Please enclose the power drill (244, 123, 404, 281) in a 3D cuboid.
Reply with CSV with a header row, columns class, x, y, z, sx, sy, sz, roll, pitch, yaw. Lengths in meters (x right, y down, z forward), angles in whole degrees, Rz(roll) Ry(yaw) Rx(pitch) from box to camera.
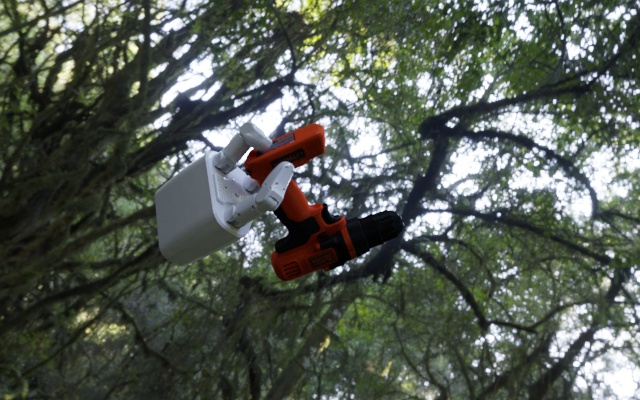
class,x,y,z,sx,sy,sz,roll,pitch,yaw
power drill,0.000,0.002,0.609,0.184,0.188,0.057,-22,23,0
